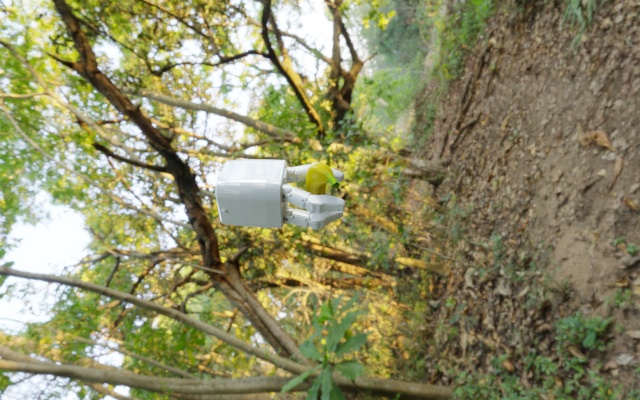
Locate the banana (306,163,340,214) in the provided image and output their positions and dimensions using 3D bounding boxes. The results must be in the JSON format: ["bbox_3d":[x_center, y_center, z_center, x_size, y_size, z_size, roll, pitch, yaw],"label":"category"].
[{"bbox_3d":[-0.004,-0.016,0.819,0.037,0.069,0.198,-10,-19,-9],"label":"banana"}]
